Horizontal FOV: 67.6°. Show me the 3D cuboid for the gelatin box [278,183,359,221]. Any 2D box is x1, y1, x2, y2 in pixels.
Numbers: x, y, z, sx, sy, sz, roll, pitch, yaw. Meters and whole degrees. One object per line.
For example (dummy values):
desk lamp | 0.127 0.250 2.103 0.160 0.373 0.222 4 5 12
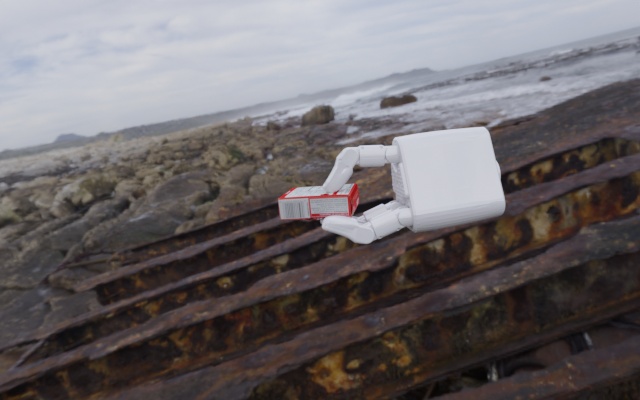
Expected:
gelatin box | 0.000 0.001 0.587 0.089 0.030 0.073 -3 11 11
